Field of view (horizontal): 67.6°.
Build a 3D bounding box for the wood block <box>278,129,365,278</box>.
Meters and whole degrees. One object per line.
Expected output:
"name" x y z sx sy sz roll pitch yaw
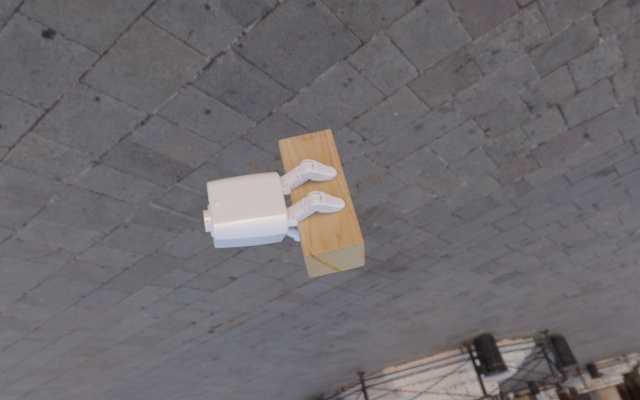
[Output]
"wood block" 0.000 0.003 0.749 0.090 0.206 0.091 -13 -29 -3
